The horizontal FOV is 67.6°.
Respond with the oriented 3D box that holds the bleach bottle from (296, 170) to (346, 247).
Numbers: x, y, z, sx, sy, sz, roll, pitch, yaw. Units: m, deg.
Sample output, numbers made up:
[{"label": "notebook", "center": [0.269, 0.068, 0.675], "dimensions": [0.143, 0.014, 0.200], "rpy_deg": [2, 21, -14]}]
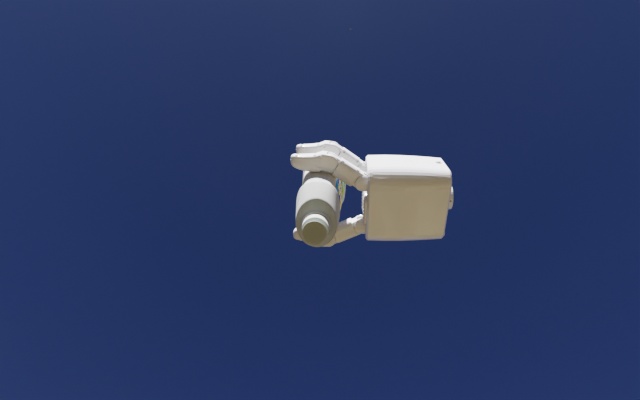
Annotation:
[{"label": "bleach bottle", "center": [0.000, 0.002, 0.650], "dimensions": [0.068, 0.103, 0.250], "rpy_deg": [1, 20, 3]}]
